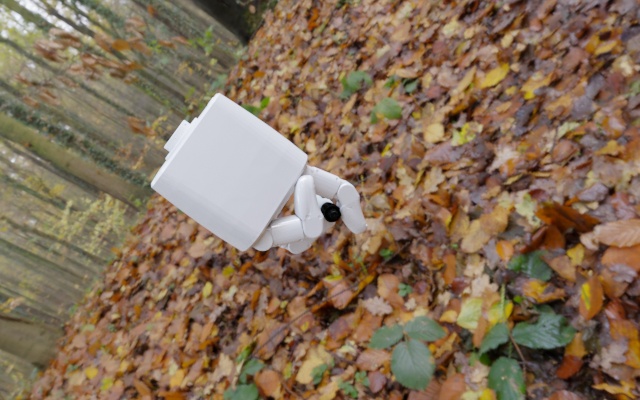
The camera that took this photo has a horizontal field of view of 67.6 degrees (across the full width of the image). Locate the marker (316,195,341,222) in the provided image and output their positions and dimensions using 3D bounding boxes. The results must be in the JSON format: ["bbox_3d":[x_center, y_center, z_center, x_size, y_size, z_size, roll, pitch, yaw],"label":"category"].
[{"bbox_3d":[0.000,0.002,0.541,0.020,0.020,0.121,0,13,-13],"label":"marker"}]
